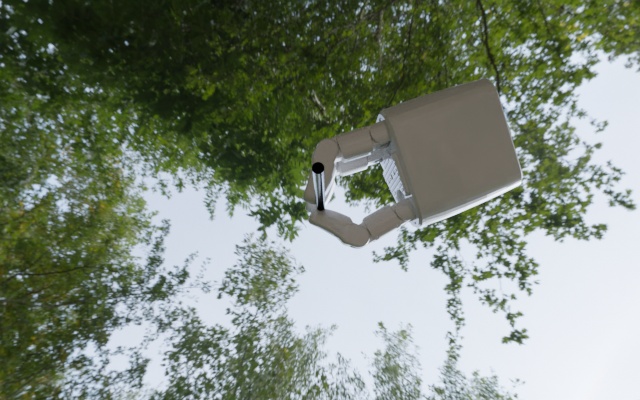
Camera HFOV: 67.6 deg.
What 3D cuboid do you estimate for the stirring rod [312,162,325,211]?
[{"bbox_3d":[0.000,0.001,0.420,0.011,0.011,0.239,0,-10,1],"label":"stirring rod"}]
